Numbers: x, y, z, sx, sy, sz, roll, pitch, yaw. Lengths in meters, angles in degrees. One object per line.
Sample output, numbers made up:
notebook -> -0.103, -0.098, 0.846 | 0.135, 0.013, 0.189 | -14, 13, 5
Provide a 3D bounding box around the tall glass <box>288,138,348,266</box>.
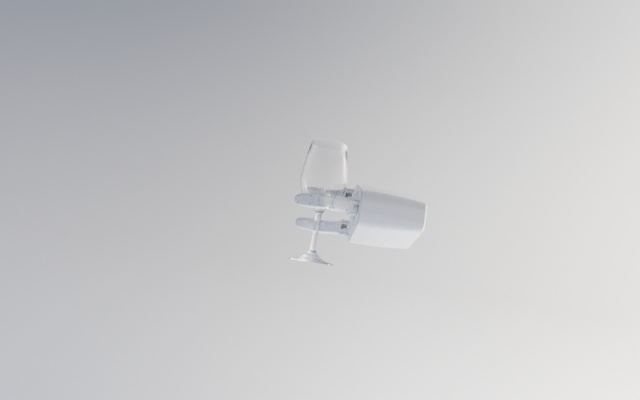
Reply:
tall glass -> 0.000, 0.003, 0.784 | 0.079, 0.201, 0.079 | 8, -8, 1
